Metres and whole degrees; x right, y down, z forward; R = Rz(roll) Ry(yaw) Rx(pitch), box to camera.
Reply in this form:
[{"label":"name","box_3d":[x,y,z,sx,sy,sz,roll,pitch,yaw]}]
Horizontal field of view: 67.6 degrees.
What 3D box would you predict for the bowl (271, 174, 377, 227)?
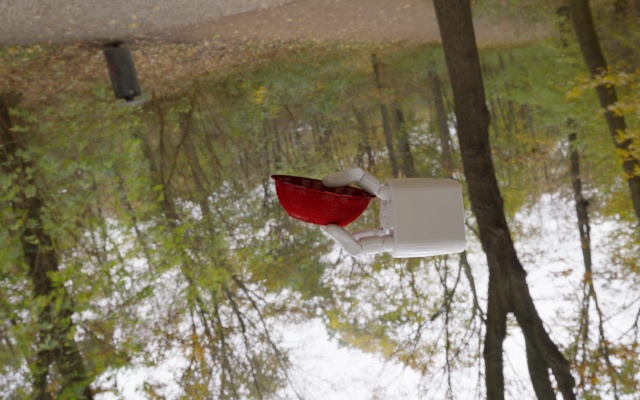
[{"label":"bowl","box_3d":[-0.001,0.003,0.718,0.162,0.055,0.162,11,7,-1]}]
